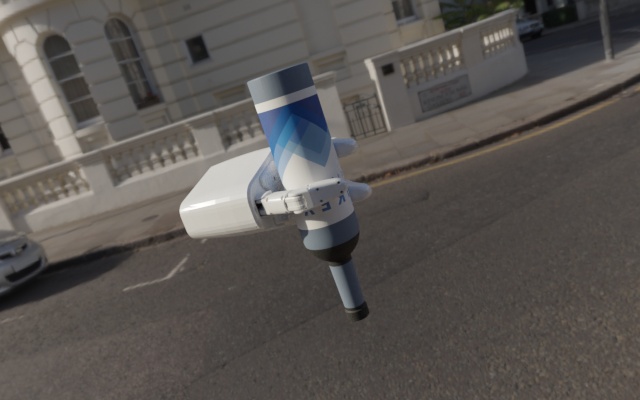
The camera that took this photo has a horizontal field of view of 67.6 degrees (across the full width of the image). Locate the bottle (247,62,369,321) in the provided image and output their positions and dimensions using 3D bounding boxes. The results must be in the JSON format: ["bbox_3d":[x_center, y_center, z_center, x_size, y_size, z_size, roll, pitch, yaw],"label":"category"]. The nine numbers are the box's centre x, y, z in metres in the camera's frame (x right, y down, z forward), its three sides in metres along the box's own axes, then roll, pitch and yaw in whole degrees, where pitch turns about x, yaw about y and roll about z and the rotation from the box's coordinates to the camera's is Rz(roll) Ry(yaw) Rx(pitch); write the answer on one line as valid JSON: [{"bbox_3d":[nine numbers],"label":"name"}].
[{"bbox_3d":[0.000,0.002,0.533,0.069,0.296,0.069,-17,14,5],"label":"bottle"}]
